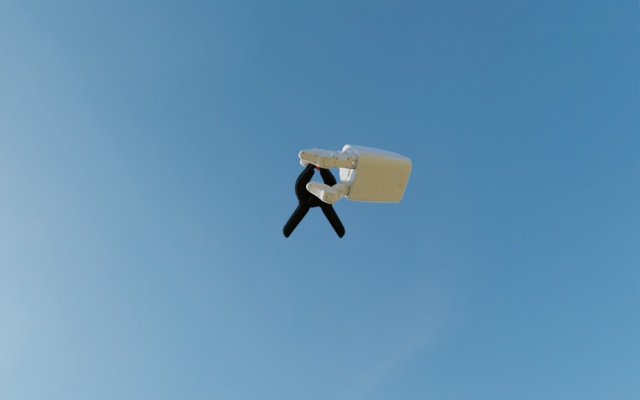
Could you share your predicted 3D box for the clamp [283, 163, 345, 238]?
[{"bbox_3d":[0.000,0.002,0.899,0.120,0.171,0.039,6,29,-14],"label":"clamp"}]
